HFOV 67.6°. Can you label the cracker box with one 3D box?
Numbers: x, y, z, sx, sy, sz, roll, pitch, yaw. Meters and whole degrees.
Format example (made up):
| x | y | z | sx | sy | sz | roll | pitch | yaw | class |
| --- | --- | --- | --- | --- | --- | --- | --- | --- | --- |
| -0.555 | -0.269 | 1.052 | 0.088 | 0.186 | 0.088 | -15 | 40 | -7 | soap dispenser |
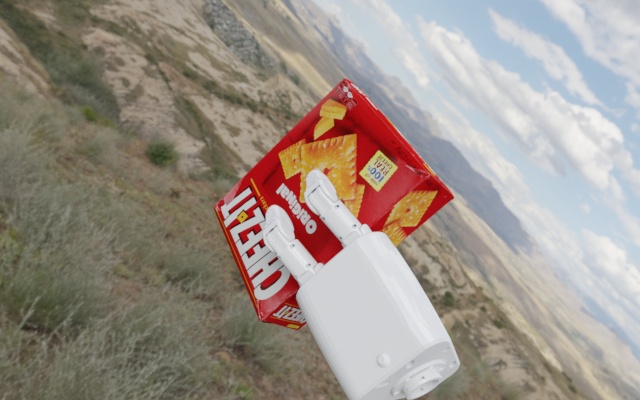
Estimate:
| x | y | z | sx | sy | sz | roll | pitch | yaw | class |
| --- | --- | --- | --- | --- | --- | --- | --- | --- | --- |
| 0.000 | 0.002 | 0.495 | 0.214 | 0.164 | 0.072 | -42 | -39 | 14 | cracker box |
